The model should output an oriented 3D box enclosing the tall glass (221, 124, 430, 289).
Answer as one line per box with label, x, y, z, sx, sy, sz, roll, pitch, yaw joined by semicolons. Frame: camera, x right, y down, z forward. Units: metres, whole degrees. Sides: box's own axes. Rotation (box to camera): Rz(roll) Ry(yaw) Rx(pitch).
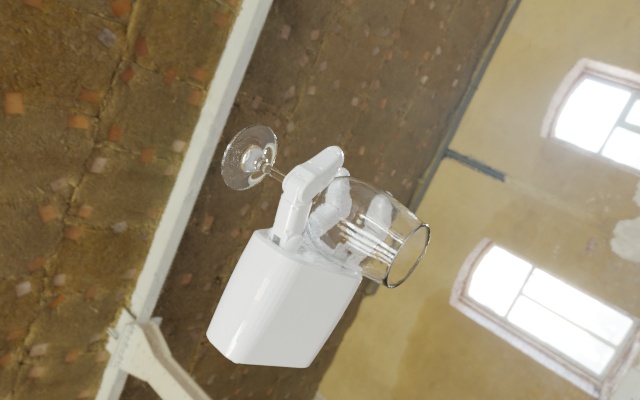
tall glass;0.000;0.001;0.442;0.201;0.079;0.079;32;17;30
